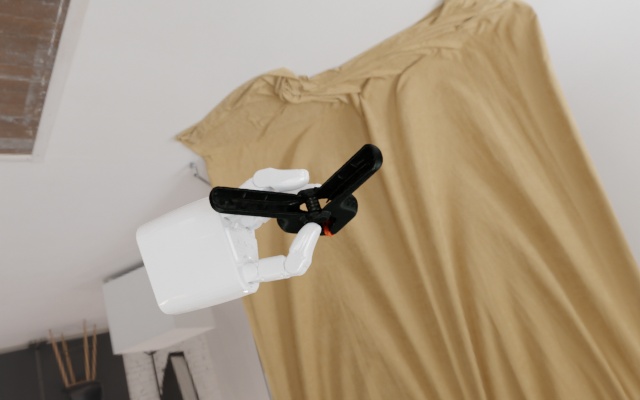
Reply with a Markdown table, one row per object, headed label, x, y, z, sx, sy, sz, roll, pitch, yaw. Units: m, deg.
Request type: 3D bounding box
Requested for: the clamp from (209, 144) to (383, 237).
| label | x | y | z | sx | sy | sz | roll | pitch | yaw |
| --- | --- | --- | --- | --- | --- | --- | --- | --- | --- |
| clamp | 0.000 | 0.003 | 0.516 | 0.164 | 0.036 | 0.210 | -17 | -19 | 12 |
